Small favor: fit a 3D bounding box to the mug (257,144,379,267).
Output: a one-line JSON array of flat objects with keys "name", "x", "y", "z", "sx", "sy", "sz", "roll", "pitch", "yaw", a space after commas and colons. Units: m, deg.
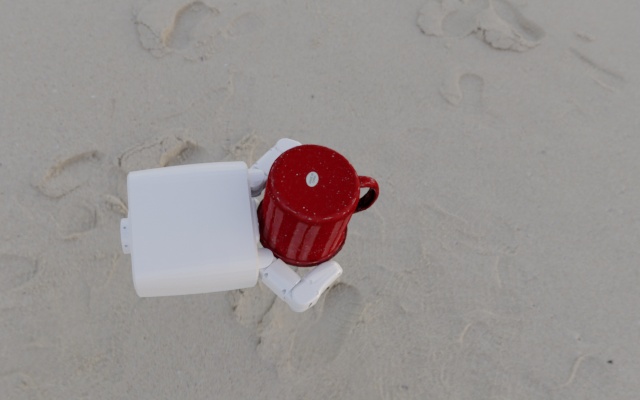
[{"name": "mug", "x": 0.002, "y": 0.001, "z": 0.441, "sx": 0.117, "sy": 0.093, "sz": 0.081, "roll": -8, "pitch": -28, "yaw": -16}]
